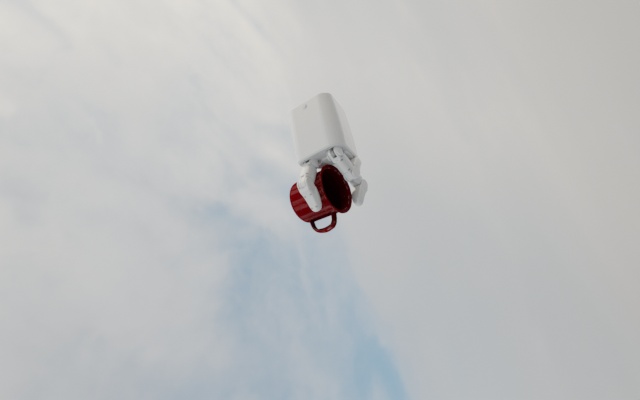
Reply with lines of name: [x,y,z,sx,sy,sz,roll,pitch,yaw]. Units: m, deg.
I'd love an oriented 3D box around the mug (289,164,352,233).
mug: [0.000,0.004,0.867,0.081,0.117,0.093,-23,-23,33]
